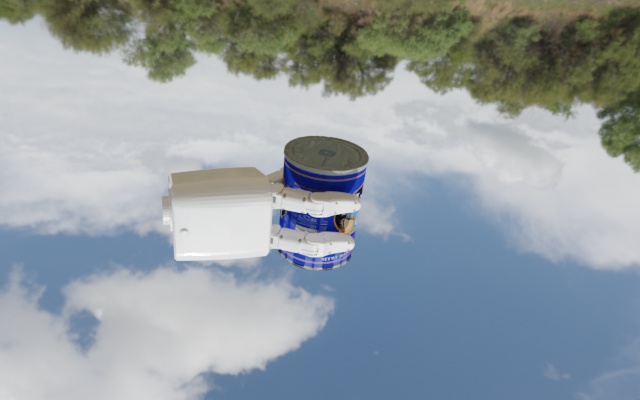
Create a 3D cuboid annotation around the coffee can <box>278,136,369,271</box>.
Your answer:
[{"bbox_3d":[0.000,0.002,0.605,0.103,0.140,0.102,5,29,-3],"label":"coffee can"}]
